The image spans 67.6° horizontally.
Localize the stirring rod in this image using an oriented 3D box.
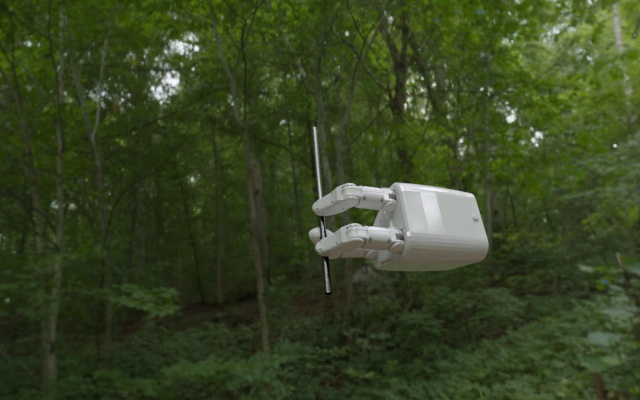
[{"bbox_3d":[0.000,0.002,0.590,0.011,0.239,0.011,-3,-33,-2],"label":"stirring rod"}]
